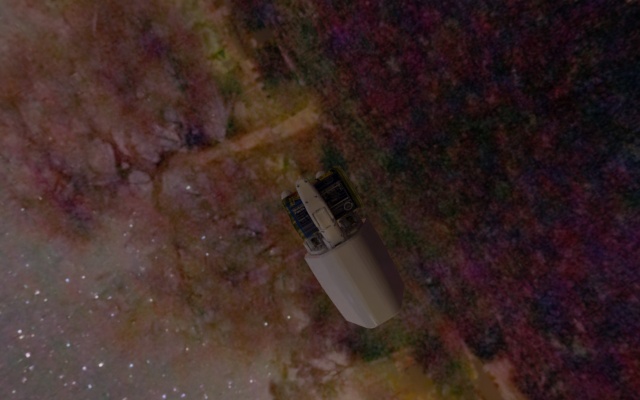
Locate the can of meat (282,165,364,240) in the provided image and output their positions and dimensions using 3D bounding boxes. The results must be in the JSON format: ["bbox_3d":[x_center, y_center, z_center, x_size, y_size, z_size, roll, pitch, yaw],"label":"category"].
[{"bbox_3d":[0.000,0.002,0.596,0.084,0.057,0.102,-32,6,0],"label":"can of meat"}]
